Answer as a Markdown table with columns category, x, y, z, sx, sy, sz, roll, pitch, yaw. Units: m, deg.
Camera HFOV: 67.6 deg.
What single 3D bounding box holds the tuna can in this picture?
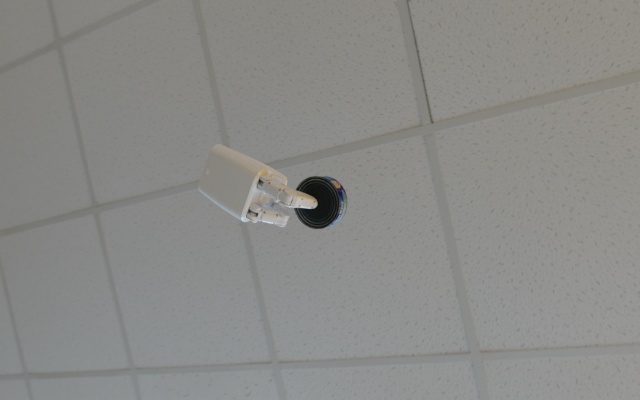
| category | x | y | z | sx | sy | sz | roll | pitch | yaw |
| --- | --- | --- | --- | --- | --- | --- | --- | --- | --- |
| tuna can | 0.000 | 0.003 | 0.780 | 0.086 | 0.086 | 0.034 | 0 | 4 | 29 |
